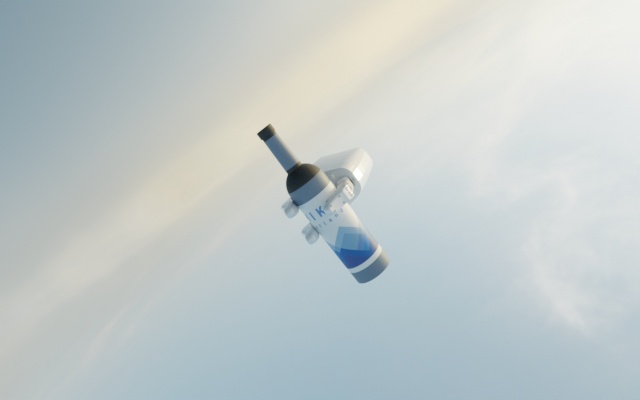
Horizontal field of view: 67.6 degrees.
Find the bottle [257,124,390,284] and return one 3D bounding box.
[{"bbox_3d":[0.000,0.003,0.768,0.069,0.296,0.069,-36,12,9],"label":"bottle"}]
